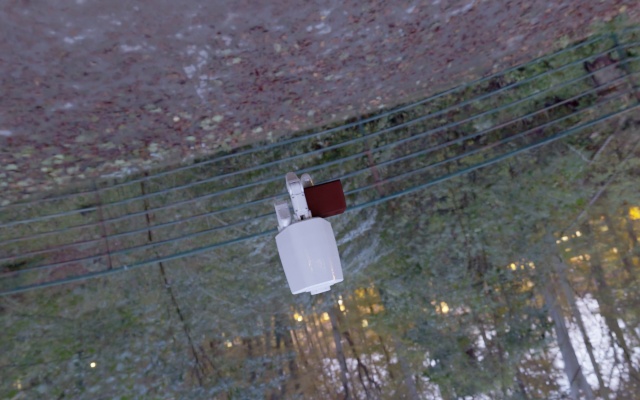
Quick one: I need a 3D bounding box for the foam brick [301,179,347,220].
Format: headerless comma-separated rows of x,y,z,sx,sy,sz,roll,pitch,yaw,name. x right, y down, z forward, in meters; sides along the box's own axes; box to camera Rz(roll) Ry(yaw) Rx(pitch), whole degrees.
0.000,0.002,0.814,0.078,0.051,0.053,-14,-12,-8,foam brick
